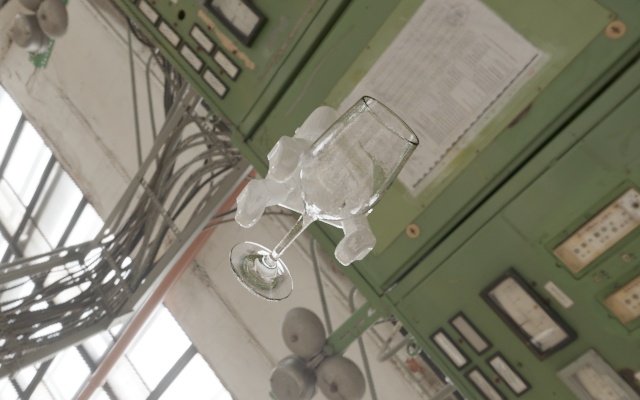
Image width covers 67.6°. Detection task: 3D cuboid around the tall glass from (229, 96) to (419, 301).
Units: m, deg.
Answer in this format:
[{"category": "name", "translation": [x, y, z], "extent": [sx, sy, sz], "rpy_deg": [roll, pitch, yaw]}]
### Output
[{"category": "tall glass", "translation": [0.000, 0.002, 0.438], "extent": [0.201, 0.079, 0.079], "rpy_deg": [-49, -26, 24]}]
